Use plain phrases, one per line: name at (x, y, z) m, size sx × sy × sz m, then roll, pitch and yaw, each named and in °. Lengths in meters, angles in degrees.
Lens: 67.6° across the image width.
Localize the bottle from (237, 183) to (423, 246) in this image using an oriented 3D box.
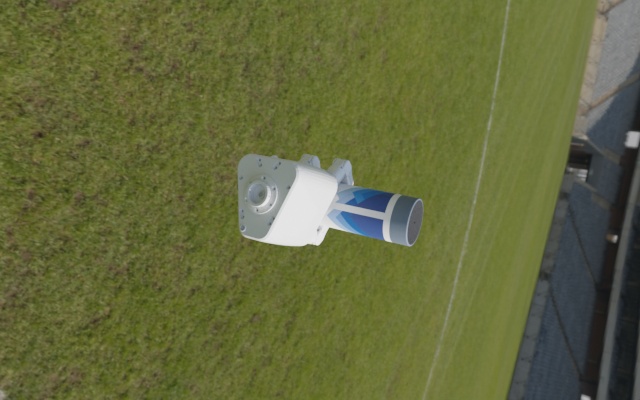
bottle at (0.000, 0.002, 0.711) m, size 0.295 × 0.069 × 0.069 m, roll 12°, pitch 6°, yaw 27°
